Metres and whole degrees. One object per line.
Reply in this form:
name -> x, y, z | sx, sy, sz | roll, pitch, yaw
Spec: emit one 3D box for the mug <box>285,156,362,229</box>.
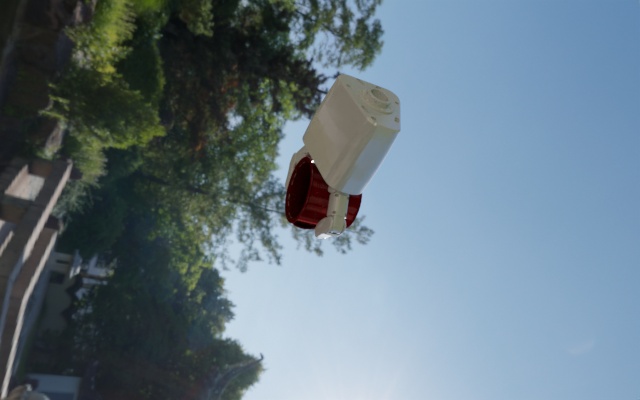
mug -> 0.000, 0.003, 0.671 | 0.081, 0.093, 0.117 | 14, -49, -22
